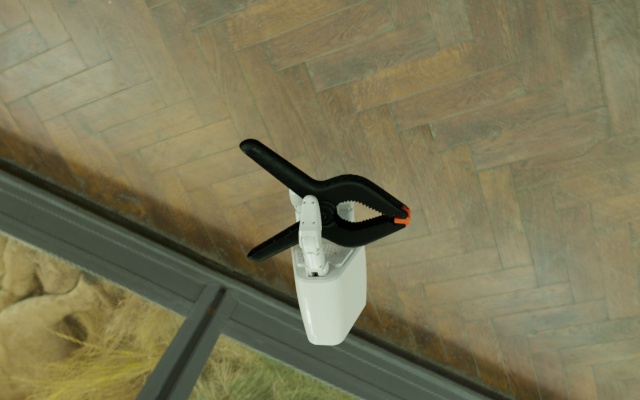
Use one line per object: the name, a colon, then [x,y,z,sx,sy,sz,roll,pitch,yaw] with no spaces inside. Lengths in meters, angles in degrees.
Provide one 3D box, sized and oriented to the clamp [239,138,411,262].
clamp: [0.001,0.002,0.567,0.210,0.165,0.036,-1,27,11]
